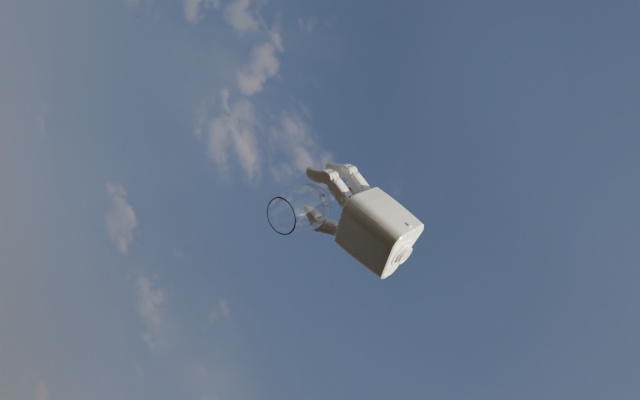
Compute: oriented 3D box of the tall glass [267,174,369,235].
[{"bbox_3d":[0.000,0.002,0.820,0.079,0.079,0.201,0,13,40],"label":"tall glass"}]
